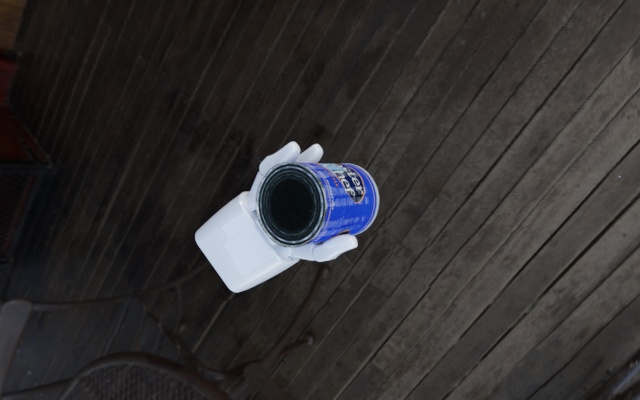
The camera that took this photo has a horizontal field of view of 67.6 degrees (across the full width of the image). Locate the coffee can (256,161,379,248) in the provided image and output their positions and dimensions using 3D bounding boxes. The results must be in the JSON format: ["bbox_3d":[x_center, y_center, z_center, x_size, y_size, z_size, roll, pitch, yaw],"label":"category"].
[{"bbox_3d":[0.000,0.002,0.618,0.103,0.103,0.140,0,2,32],"label":"coffee can"}]
